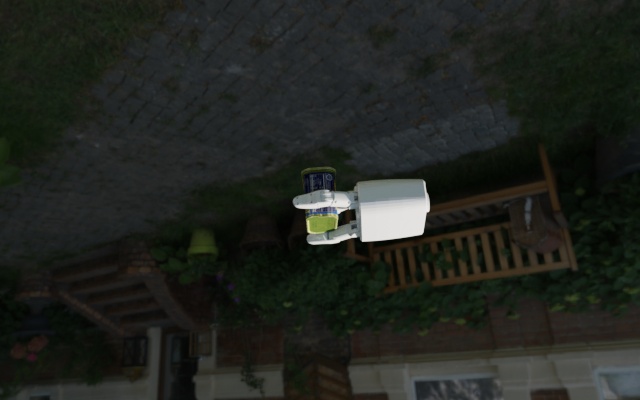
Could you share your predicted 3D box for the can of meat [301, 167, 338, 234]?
[{"bbox_3d":[0.000,0.003,0.801,0.057,0.084,0.102,-4,-20,-1],"label":"can of meat"}]
